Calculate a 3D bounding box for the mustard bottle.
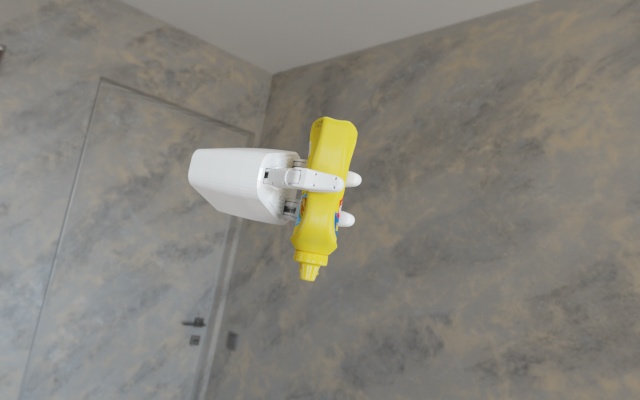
[{"bbox_3d":[0.000,0.002,0.584,0.058,0.191,0.096,11,-7,-3],"label":"mustard bottle"}]
